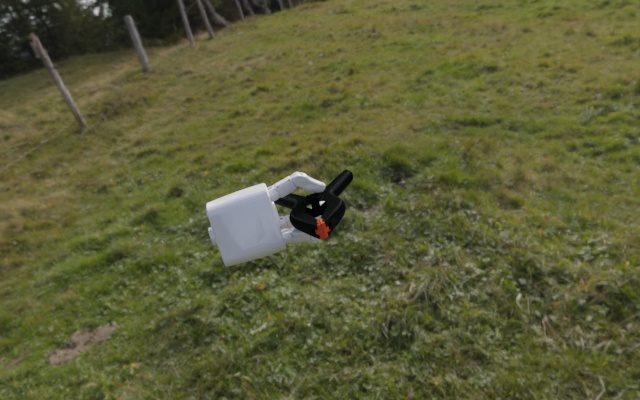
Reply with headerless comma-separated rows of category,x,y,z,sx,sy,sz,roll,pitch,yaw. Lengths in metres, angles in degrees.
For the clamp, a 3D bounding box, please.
clamp,0.000,0.002,0.821,0.164,0.036,0.210,-19,24,-7
